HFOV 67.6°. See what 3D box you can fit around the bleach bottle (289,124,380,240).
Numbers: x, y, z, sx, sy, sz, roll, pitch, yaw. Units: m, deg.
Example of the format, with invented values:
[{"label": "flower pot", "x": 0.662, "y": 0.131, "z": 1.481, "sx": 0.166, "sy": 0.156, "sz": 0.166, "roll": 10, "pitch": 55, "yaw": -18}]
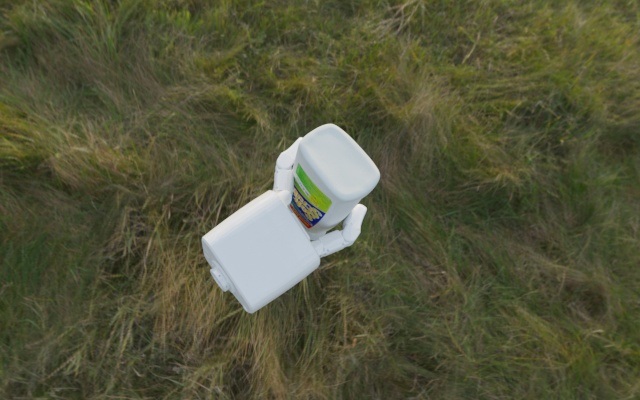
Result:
[{"label": "bleach bottle", "x": 0.000, "y": 0.002, "z": 0.656, "sx": 0.068, "sy": 0.102, "sz": 0.251, "roll": -34, "pitch": -14, "yaw": -22}]
